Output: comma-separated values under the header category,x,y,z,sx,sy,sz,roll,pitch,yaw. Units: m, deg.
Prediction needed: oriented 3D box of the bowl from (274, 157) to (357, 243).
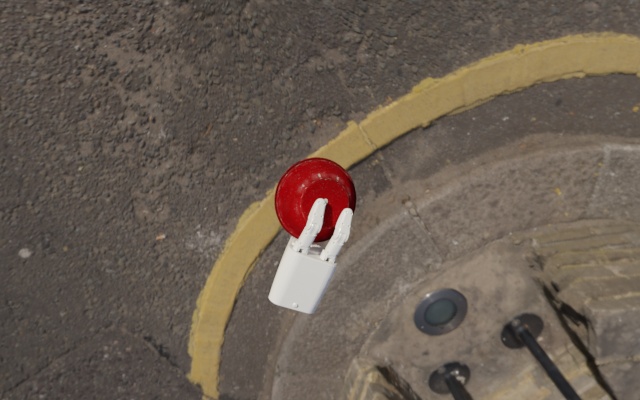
category,x,y,z,sx,sy,sz,roll,pitch,yaw
bowl,0.000,0.002,0.870,0.162,0.162,0.055,0,7,-18
